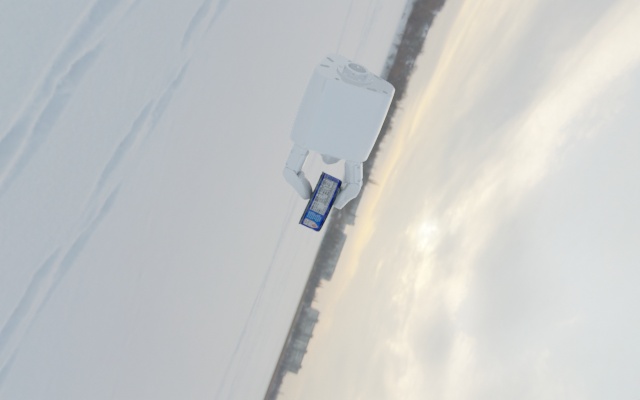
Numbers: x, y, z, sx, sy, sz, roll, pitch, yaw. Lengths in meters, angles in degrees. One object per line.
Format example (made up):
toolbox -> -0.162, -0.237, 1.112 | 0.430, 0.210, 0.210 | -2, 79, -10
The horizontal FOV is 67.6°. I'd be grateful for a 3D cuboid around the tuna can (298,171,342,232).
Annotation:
tuna can -> 0.001, 0.003, 0.704 | 0.034, 0.086, 0.086 | 25, -1, -2
